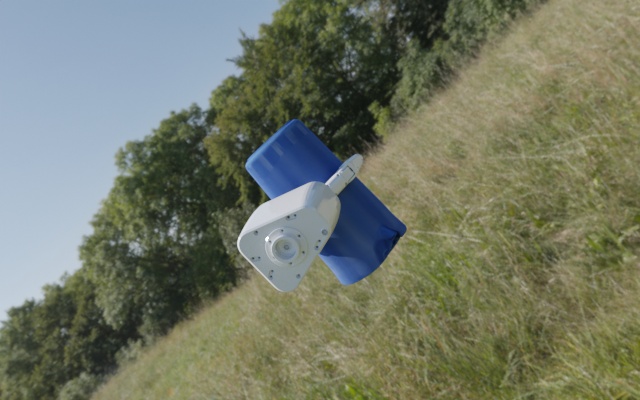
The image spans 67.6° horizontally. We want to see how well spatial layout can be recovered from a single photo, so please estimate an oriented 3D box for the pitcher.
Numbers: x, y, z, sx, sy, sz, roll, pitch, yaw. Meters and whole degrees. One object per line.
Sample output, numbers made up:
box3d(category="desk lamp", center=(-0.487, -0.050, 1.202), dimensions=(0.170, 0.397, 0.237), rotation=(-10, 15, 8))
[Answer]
box3d(category="pitcher", center=(0.000, 0.002, 0.731), dimensions=(0.149, 0.243, 0.145), rotation=(-40, 8, 17))
